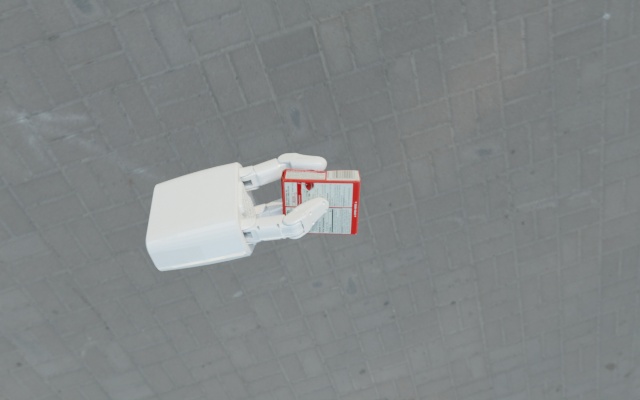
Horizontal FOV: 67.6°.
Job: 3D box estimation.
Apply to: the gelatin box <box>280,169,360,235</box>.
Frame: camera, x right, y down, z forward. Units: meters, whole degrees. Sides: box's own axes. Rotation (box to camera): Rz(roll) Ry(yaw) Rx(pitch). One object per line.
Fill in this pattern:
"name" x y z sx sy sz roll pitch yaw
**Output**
"gelatin box" 0.000 0.002 0.553 0.089 0.073 0.030 1 31 1
